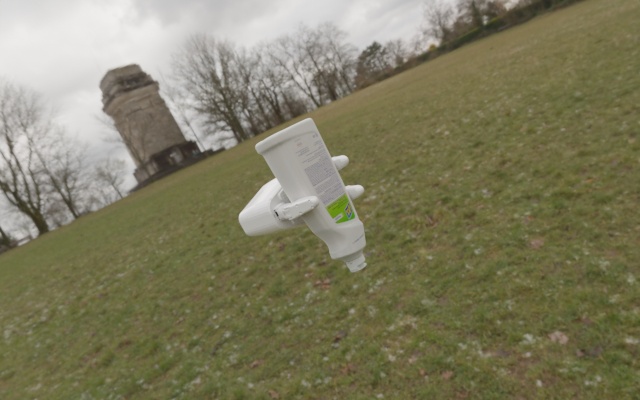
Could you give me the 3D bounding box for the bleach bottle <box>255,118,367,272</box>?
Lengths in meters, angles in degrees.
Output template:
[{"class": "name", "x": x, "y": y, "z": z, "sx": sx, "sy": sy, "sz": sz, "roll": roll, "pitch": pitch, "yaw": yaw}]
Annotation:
[{"class": "bleach bottle", "x": 0.000, "y": 0.002, "z": 0.753, "sx": 0.102, "sy": 0.251, "sz": 0.068, "roll": -33, "pitch": 10, "yaw": -41}]
